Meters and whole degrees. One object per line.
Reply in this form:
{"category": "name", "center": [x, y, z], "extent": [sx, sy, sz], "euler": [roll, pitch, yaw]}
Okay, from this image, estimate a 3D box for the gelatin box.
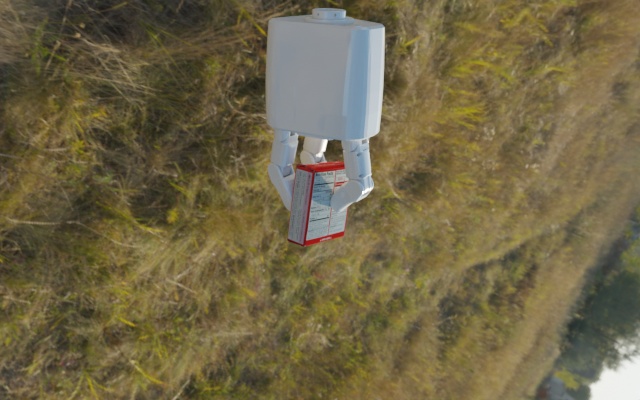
{"category": "gelatin box", "center": [0.000, 0.002, 0.540], "extent": [0.030, 0.089, 0.073], "euler": [17, 17, 37]}
